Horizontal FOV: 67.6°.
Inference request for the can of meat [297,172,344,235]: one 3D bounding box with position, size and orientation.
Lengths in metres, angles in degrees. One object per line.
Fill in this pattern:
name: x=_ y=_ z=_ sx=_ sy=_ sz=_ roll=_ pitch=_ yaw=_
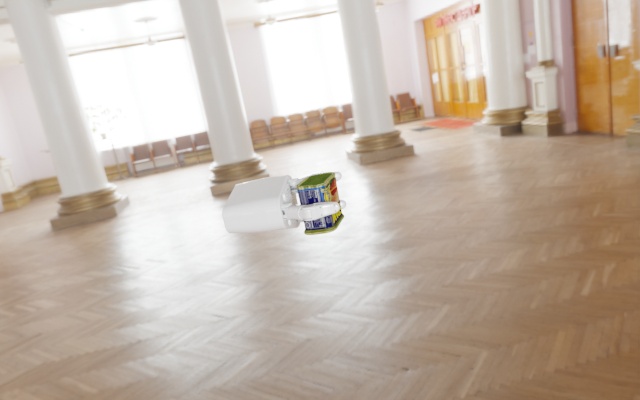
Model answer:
can of meat: x=0.000 y=0.002 z=0.821 sx=0.057 sy=0.084 sz=0.102 roll=-7 pitch=14 yaw=16
